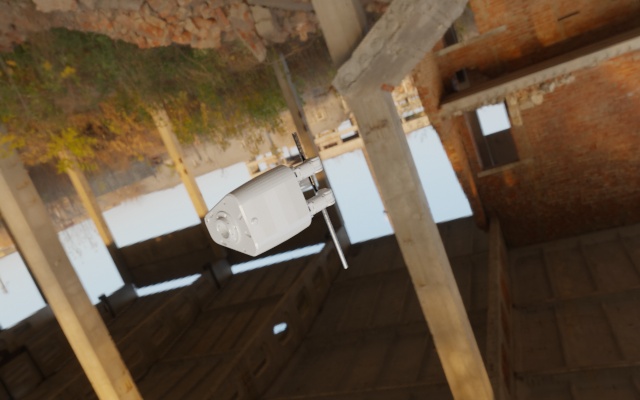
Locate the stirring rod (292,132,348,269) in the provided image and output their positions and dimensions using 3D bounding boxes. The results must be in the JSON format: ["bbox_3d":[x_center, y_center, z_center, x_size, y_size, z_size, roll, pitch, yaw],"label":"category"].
[{"bbox_3d":[0.000,0.002,0.781,0.011,0.239,0.011,-20,11,4],"label":"stirring rod"}]
